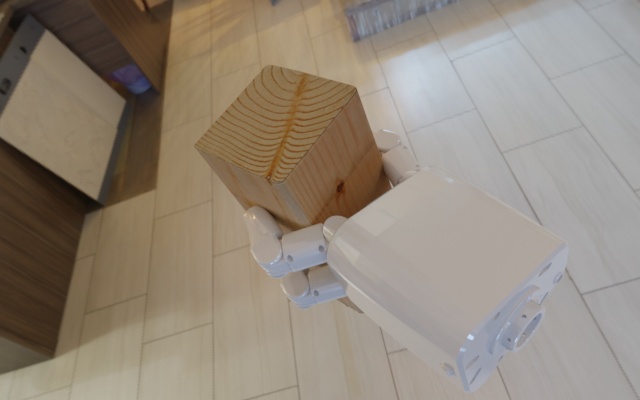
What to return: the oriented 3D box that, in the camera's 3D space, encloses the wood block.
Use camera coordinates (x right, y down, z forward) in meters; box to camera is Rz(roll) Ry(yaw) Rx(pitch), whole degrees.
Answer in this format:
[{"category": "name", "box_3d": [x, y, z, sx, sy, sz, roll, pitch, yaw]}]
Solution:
[{"category": "wood block", "box_3d": [0.001, 0.001, 0.404, 0.090, 0.090, 0.206, 24, -23, 34]}]
